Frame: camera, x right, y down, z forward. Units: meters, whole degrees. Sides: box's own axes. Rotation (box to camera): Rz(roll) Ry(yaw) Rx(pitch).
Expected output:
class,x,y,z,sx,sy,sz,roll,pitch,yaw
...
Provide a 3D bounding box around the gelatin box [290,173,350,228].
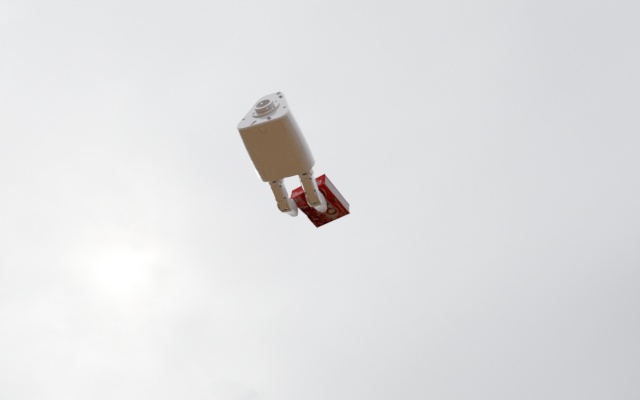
class,x,y,z,sx,sy,sz,roll,pitch,yaw
gelatin box,0.000,0.003,0.862,0.073,0.030,0.089,-25,-53,23
